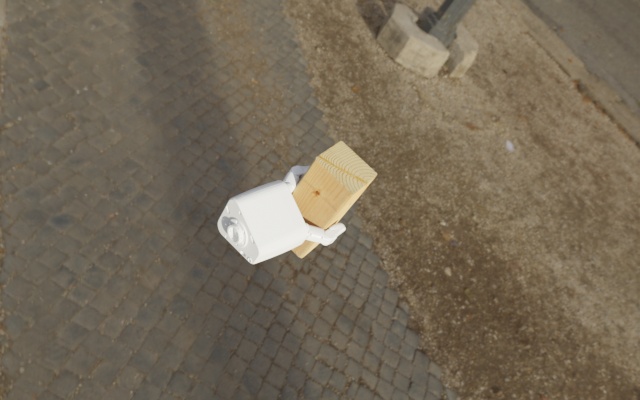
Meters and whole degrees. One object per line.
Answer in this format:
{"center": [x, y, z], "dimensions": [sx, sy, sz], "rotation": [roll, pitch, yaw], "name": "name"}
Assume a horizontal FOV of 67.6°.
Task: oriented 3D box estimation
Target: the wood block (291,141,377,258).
{"center": [0.000, 0.003, 0.878], "dimensions": [0.090, 0.091, 0.206], "rotation": [-38, -11, -46], "name": "wood block"}
